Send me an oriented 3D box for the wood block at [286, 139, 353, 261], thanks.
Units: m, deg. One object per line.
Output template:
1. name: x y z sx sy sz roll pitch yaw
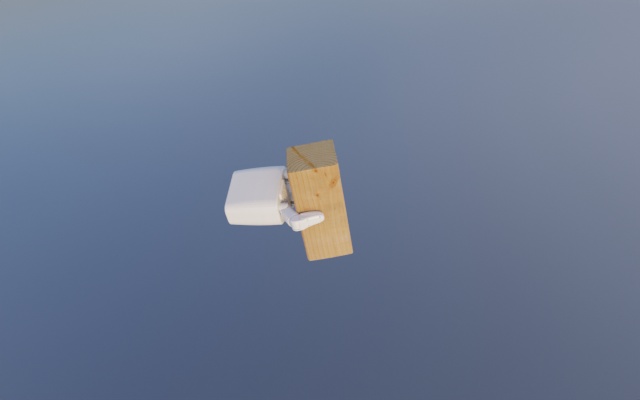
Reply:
1. wood block: 0.000 0.003 0.898 0.090 0.206 0.090 -10 36 2
